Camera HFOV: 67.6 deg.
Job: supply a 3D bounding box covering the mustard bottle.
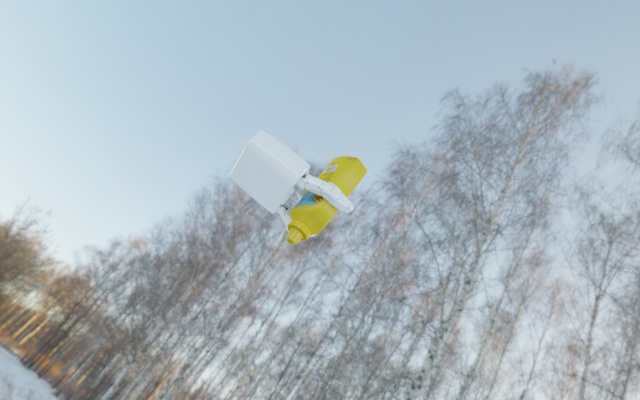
[{"bbox_3d":[0.001,0.003,0.840,0.096,0.058,0.191,-9,36,51],"label":"mustard bottle"}]
